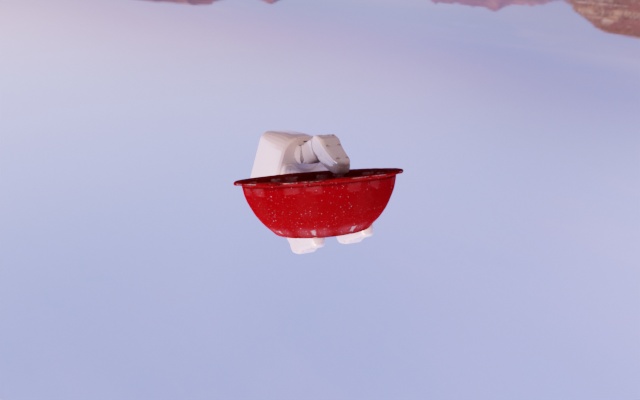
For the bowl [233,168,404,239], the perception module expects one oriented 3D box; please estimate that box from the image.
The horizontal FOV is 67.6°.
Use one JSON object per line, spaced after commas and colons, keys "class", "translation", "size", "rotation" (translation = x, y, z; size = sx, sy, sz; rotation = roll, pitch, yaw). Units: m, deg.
{"class": "bowl", "translation": [0.000, 0.002, 0.459], "size": [0.162, 0.055, 0.162], "rotation": [-4, 5, 0]}
